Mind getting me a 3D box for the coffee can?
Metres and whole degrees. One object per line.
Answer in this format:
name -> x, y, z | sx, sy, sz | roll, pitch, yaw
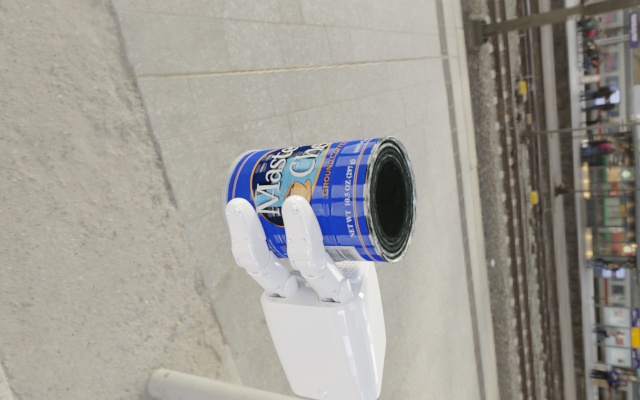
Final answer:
coffee can -> 0.000, 0.001, 0.418 | 0.140, 0.103, 0.103 | -2, -1, 31
